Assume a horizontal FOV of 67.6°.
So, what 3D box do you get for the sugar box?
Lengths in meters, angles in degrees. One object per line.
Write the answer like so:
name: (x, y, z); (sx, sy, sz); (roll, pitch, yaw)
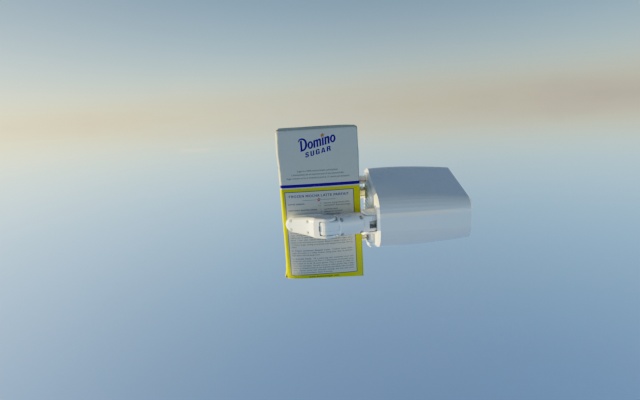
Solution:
sugar box: (0.000, 0.002, 0.559); (0.093, 0.176, 0.048); (-3, 11, -1)
